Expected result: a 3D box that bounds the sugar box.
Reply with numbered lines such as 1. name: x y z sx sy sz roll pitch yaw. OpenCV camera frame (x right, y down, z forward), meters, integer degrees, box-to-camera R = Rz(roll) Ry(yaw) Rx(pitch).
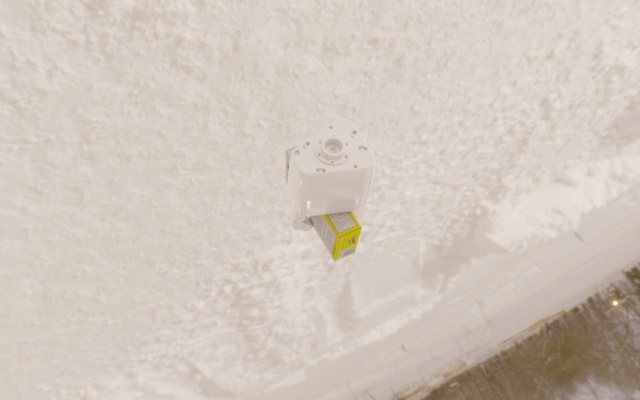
1. sugar box: 0.001 0.002 0.766 0.048 0.176 0.093 -21 -26 -16
